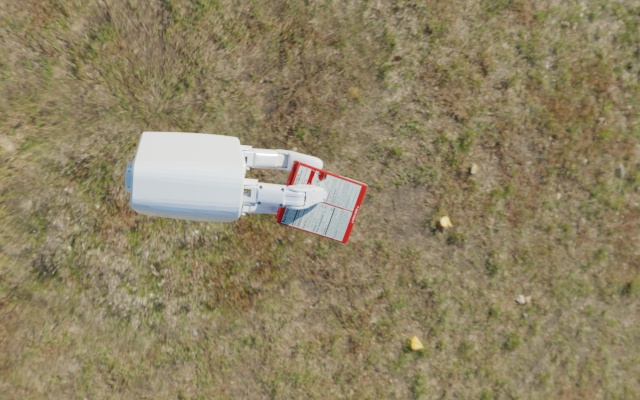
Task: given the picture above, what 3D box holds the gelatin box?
[{"bbox_3d":[0.001,0.002,0.551,0.089,0.073,0.030,18,5,-14],"label":"gelatin box"}]
